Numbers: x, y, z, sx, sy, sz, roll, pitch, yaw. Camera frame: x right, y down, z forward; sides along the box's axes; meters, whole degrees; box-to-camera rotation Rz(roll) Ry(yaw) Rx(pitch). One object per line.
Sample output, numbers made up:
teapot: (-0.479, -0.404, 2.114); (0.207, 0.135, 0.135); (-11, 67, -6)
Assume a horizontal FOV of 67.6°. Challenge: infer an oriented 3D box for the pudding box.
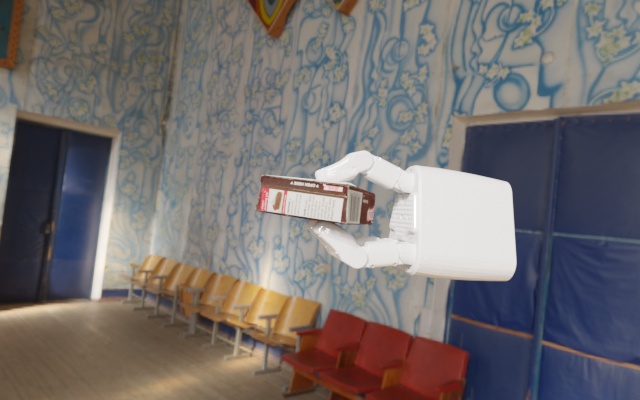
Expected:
pudding box: (0.000, 0.001, 0.480); (0.090, 0.039, 0.113); (7, -3, 18)
